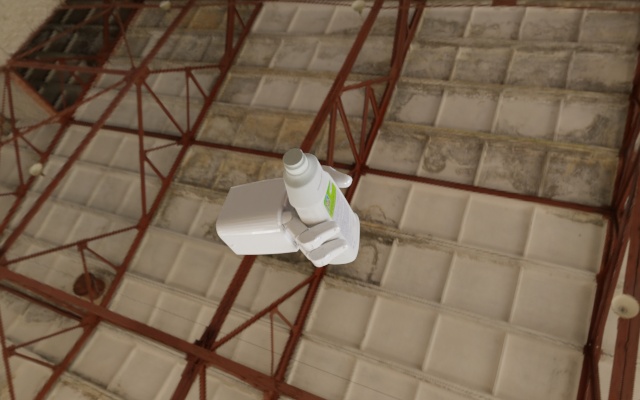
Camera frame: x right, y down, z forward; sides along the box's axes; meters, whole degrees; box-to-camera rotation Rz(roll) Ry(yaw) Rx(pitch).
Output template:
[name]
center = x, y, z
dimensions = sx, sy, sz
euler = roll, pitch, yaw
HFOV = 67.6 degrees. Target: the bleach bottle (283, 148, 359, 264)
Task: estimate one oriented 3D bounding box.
[bleach bottle]
center = 0.000, 0.002, 0.724
dimensions = 0.068, 0.102, 0.251
euler = -7, -34, 15
